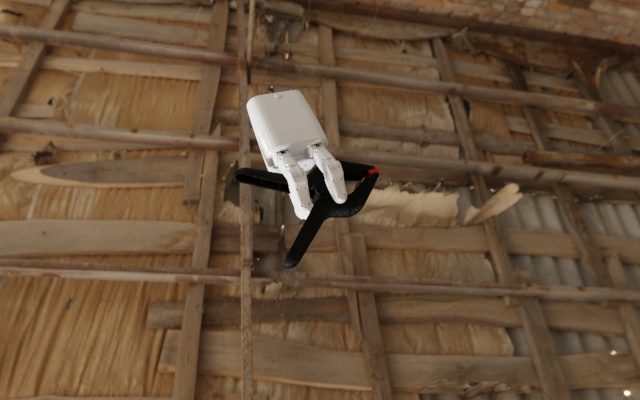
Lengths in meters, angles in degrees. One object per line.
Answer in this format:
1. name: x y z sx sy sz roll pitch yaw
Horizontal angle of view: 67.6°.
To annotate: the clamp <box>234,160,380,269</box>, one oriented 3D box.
1. clamp: 0.000 0.002 0.688 0.210 0.164 0.036 -14 -26 -21
